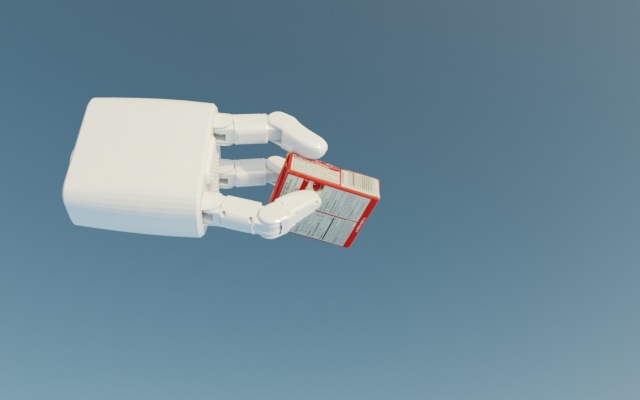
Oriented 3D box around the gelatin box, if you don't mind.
[{"bbox_3d":[0.000,0.002,0.440,0.089,0.030,0.073,17,-48,-11],"label":"gelatin box"}]
